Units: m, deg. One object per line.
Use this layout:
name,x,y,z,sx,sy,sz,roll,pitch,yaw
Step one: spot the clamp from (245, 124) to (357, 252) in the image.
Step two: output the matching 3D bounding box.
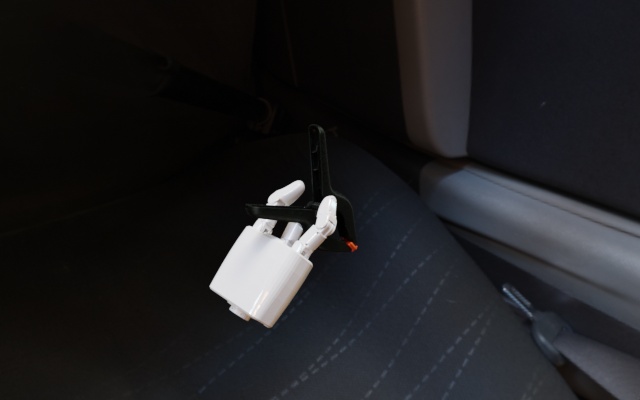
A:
clamp,0.001,0.003,0.714,0.036,0.164,0.210,16,-21,48
